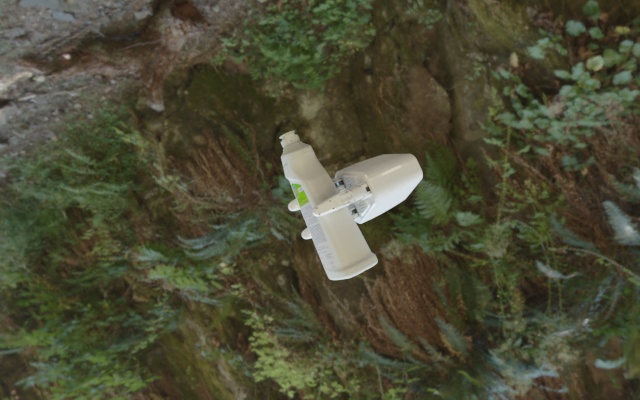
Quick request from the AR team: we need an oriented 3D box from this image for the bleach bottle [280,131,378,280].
[{"bbox_3d":[0.000,0.003,0.779,0.068,0.251,0.102,-24,-1,-24],"label":"bleach bottle"}]
